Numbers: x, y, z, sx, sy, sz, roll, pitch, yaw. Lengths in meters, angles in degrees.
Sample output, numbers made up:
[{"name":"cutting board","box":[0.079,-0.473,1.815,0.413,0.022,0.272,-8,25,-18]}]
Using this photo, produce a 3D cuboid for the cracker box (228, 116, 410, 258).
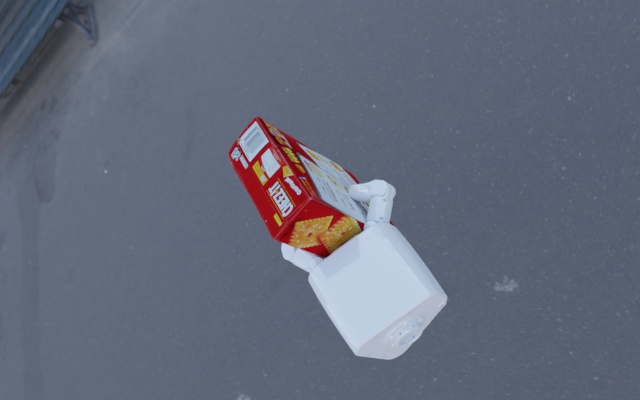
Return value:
[{"name":"cracker box","box":[0.000,0.002,0.614,0.214,0.072,0.164,27,22,-47]}]
